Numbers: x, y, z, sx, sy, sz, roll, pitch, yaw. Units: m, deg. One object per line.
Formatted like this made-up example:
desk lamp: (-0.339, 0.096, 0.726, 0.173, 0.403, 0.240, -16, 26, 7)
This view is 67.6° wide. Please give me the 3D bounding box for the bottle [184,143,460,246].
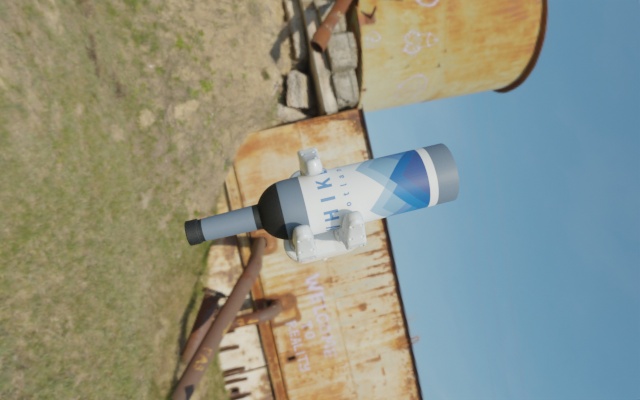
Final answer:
bottle: (0.000, 0.002, 0.526, 0.296, 0.069, 0.069, -13, 1, -5)
